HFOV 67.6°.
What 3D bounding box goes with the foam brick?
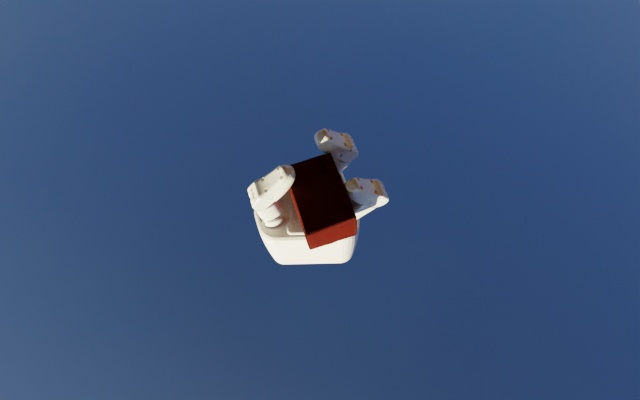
[{"bbox_3d":[0.000,0.002,0.481,0.053,0.078,0.051,-18,-24,-4],"label":"foam brick"}]
